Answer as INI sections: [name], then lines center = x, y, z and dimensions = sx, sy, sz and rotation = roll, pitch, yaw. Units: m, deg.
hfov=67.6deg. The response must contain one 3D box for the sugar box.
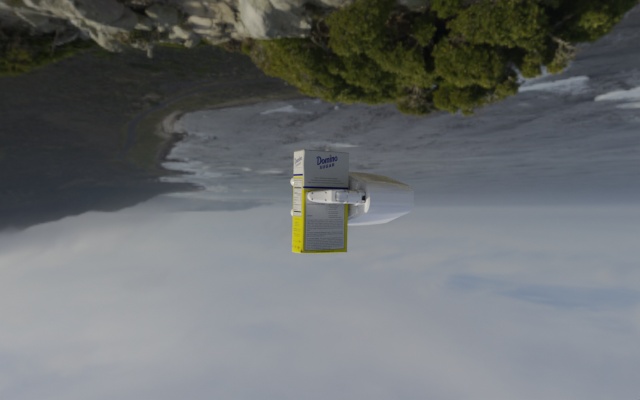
[sugar box]
center = 0.000, 0.003, 0.830
dimensions = 0.093, 0.176, 0.048
rotation = 2, -2, -30
